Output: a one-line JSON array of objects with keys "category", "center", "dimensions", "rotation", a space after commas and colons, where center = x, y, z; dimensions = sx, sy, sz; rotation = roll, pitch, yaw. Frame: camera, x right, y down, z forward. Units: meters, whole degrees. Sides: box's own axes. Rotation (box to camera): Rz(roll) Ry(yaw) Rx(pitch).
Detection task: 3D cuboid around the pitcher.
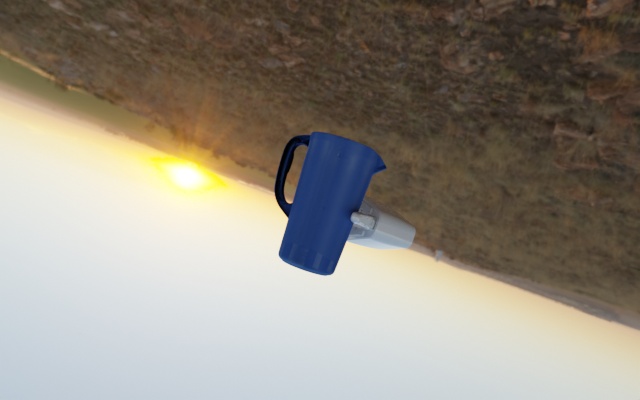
[{"category": "pitcher", "center": [0.000, 0.003, 0.866], "dimensions": [0.145, 0.243, 0.149], "rotation": [20, -2, -36]}]
